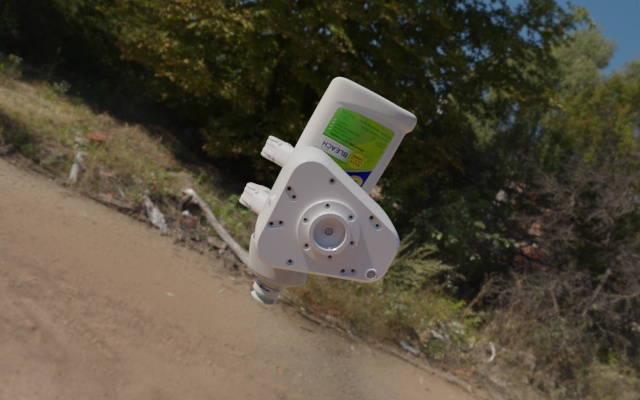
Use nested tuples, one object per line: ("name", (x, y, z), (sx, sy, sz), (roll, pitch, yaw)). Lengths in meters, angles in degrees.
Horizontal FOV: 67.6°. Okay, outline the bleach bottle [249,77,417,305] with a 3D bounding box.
("bleach bottle", (0.000, 0.002, 0.518), (0.102, 0.251, 0.068), (26, 7, -8))
